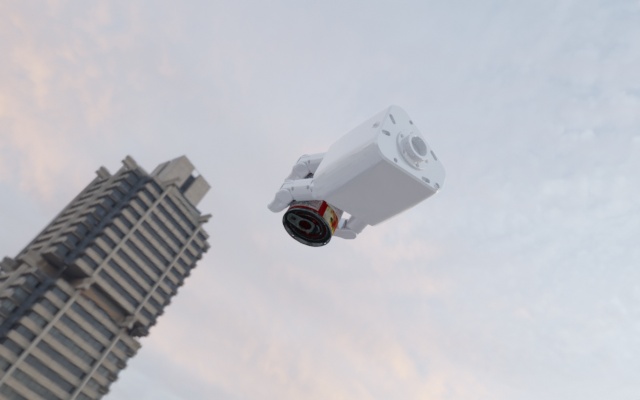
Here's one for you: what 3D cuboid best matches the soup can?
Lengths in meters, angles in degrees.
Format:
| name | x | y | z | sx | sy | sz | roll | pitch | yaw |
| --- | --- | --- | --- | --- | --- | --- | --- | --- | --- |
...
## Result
| name | x | y | z | sx | sy | sz | roll | pitch | yaw |
| --- | --- | --- | --- | --- | --- | --- | --- | --- | --- |
| soup can | 0.000 | 0.002 | 0.637 | 0.068 | 0.068 | 0.102 | 0 | 42 | 28 |
